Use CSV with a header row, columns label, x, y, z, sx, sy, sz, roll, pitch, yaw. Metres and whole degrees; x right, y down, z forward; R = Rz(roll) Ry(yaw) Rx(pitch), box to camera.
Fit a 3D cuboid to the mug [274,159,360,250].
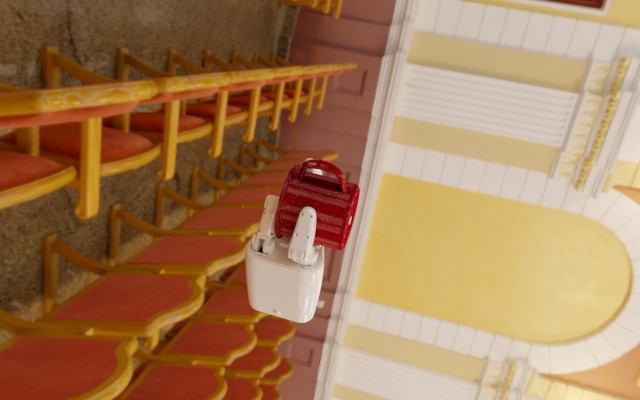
label,x,y,z,sx,sy,sz,roll,pitch,yaw
mug,0.000,0.001,0.562,0.081,0.117,0.093,15,40,9
